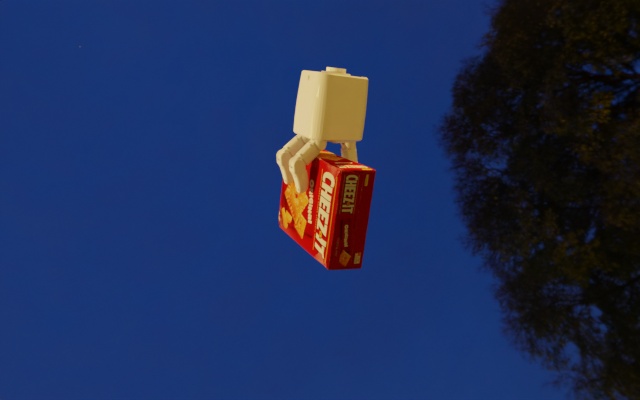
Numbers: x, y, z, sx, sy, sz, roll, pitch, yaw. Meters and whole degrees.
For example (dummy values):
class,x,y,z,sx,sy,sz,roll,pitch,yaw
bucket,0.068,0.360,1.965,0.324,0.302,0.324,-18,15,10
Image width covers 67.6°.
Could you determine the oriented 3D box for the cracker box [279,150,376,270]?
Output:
class,x,y,z,sx,sy,sz,roll,pitch,yaw
cracker box,0.000,0.003,0.819,0.072,0.164,0.213,-1,17,-26
